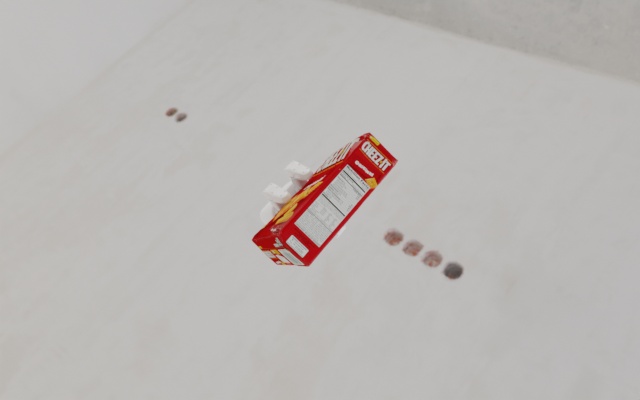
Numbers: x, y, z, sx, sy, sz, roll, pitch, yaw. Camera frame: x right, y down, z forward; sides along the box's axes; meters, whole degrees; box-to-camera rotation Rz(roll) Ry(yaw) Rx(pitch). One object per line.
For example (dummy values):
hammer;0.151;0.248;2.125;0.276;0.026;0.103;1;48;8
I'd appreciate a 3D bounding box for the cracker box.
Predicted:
cracker box;0.000;0.003;0.746;0.072;0.213;0.164;45;-18;-10
